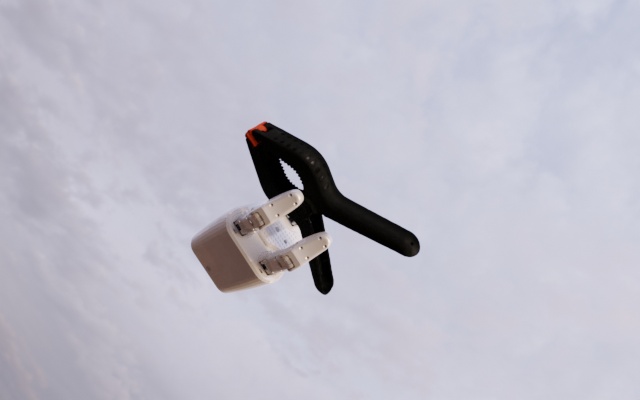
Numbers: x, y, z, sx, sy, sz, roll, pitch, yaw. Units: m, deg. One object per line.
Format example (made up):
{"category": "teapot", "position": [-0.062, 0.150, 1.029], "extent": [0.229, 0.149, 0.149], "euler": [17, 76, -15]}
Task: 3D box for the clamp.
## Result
{"category": "clamp", "position": [0.000, 0.001, 0.509], "extent": [0.164, 0.210, 0.036], "euler": [-25, 11, 45]}
